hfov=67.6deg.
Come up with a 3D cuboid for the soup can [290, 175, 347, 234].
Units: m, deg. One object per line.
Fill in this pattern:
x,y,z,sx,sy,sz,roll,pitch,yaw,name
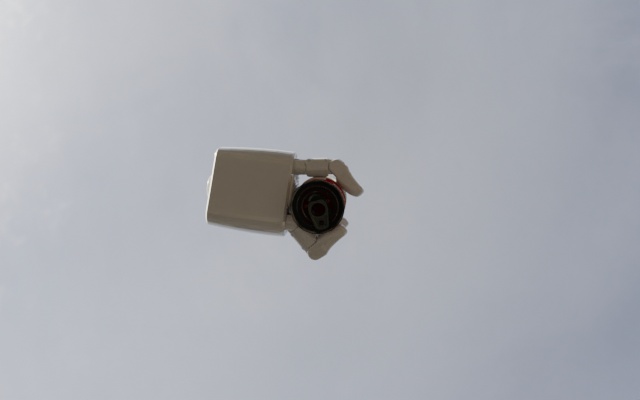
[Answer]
0.001,0.002,0.634,0.068,0.068,0.102,0,7,5,soup can
